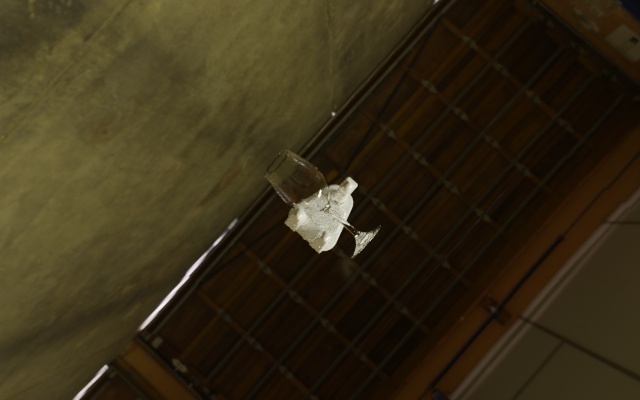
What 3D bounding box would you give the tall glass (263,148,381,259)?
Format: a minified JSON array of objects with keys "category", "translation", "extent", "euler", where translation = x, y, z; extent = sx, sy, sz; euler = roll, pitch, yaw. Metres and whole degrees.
[{"category":"tall glass","translation":[0.001,0.003,0.785],"extent":[0.201,0.079,0.079],"euler":[42,2,3]}]
